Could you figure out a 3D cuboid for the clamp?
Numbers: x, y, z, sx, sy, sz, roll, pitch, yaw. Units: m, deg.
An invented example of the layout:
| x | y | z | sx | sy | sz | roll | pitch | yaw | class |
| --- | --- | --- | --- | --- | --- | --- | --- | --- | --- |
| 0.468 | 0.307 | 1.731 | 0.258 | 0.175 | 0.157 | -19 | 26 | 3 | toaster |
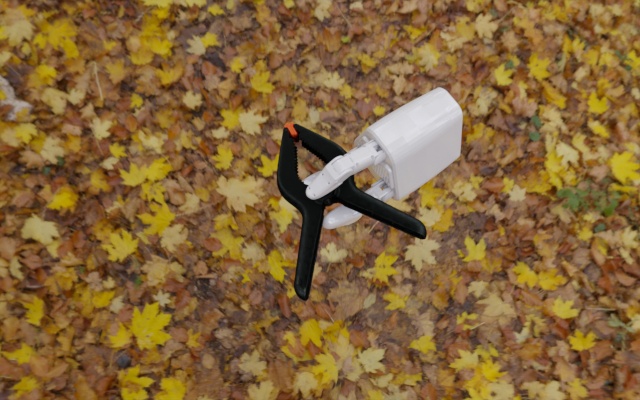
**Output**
| x | y | z | sx | sy | sz | roll | pitch | yaw | class |
| --- | --- | --- | --- | --- | --- | --- | --- | --- | --- |
| 0.000 | 0.001 | 0.566 | 0.164 | 0.210 | 0.036 | -33 | -17 | -6 | clamp |
